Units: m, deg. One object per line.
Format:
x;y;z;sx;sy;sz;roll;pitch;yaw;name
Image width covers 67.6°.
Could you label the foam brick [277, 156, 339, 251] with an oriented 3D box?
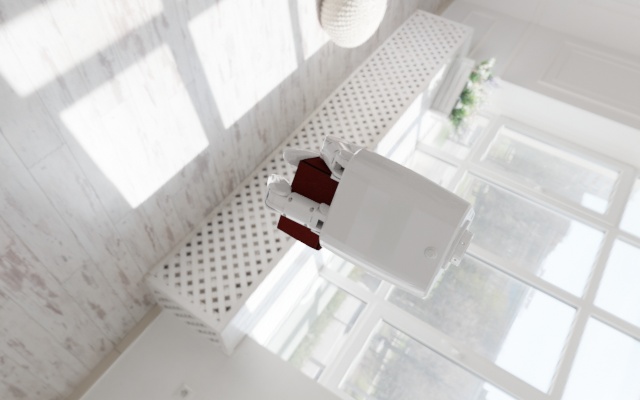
0.000;0.002;0.475;0.051;0.078;0.053;28;21;20;foam brick
